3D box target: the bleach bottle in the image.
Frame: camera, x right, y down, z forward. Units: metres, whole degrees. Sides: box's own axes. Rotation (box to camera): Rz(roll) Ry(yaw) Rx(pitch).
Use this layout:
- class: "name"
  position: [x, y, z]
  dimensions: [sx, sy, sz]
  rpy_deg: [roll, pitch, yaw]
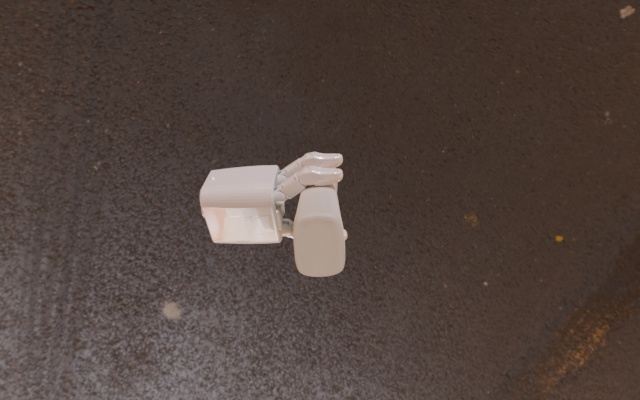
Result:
- class: "bleach bottle"
  position: [0.000, 0.002, 0.731]
  dimensions: [0.068, 0.103, 0.250]
  rpy_deg: [-3, 27, 2]
